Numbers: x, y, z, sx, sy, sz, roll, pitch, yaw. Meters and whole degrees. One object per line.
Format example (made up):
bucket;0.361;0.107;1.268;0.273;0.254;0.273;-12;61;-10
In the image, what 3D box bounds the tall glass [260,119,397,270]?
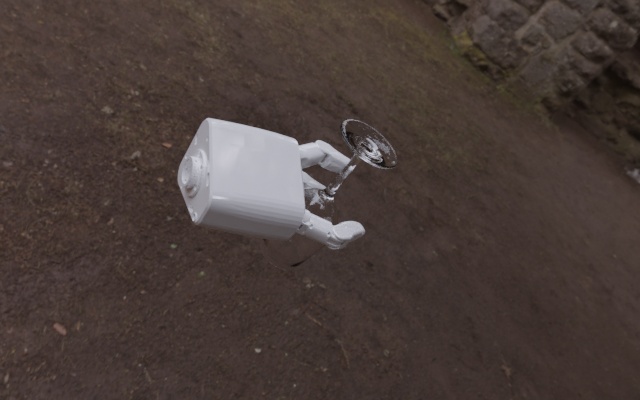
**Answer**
tall glass;0.001;0.001;0.569;0.079;0.079;0.201;0;-40;-43
